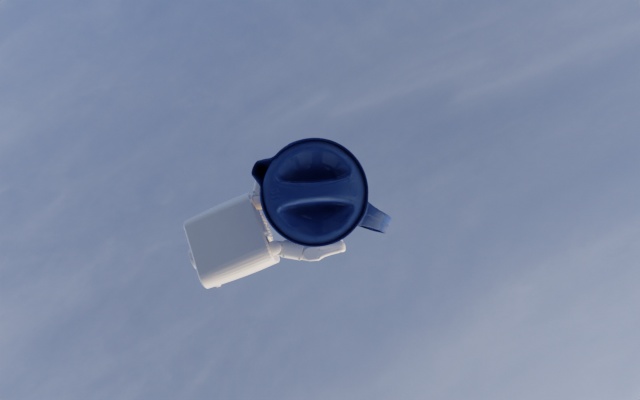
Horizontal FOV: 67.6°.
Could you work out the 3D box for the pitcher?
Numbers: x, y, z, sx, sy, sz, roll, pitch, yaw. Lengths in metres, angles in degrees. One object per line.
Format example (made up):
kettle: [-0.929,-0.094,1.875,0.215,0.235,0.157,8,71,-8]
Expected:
pitcher: [0.000,0.002,0.691,0.145,0.149,0.243,-23,-3,-2]
